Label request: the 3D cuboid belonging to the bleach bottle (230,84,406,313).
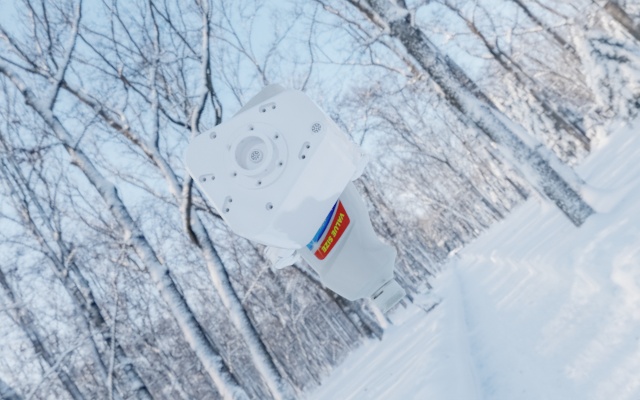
[{"bbox_3d":[0.000,0.002,0.491,0.102,0.250,0.068,-42,-16,5],"label":"bleach bottle"}]
